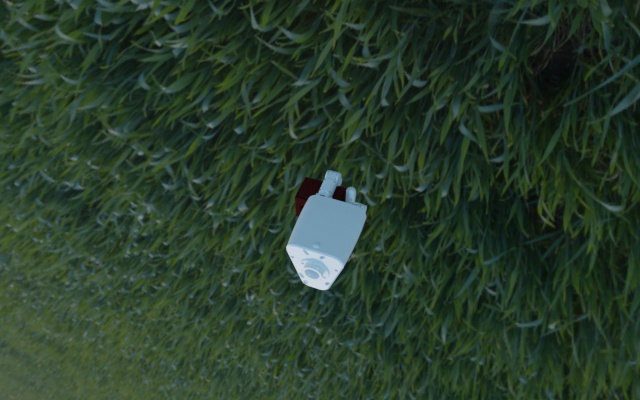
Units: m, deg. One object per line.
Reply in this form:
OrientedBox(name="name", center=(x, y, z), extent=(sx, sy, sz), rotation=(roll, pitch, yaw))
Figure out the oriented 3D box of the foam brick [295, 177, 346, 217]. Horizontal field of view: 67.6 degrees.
OrientedBox(name="foam brick", center=(0.000, 0.003, 0.821), extent=(0.078, 0.051, 0.053), rotation=(16, -39, 13))
